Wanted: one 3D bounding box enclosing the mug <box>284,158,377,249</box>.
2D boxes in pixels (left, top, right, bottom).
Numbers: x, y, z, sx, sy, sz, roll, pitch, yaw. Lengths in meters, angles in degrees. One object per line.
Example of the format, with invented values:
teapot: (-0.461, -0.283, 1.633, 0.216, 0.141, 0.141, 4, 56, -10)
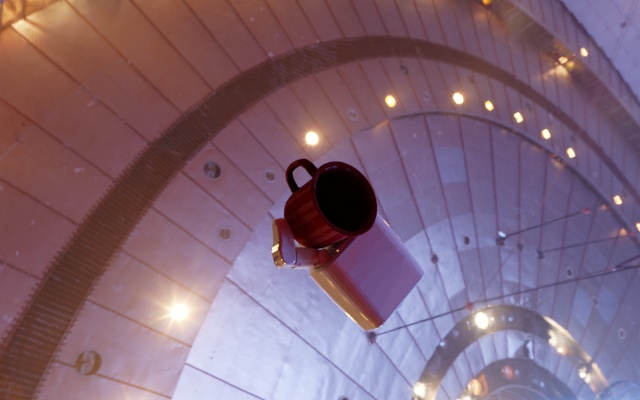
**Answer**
mug: (-0.001, 0.001, 0.578, 0.093, 0.117, 0.081, -46, 8, -39)
